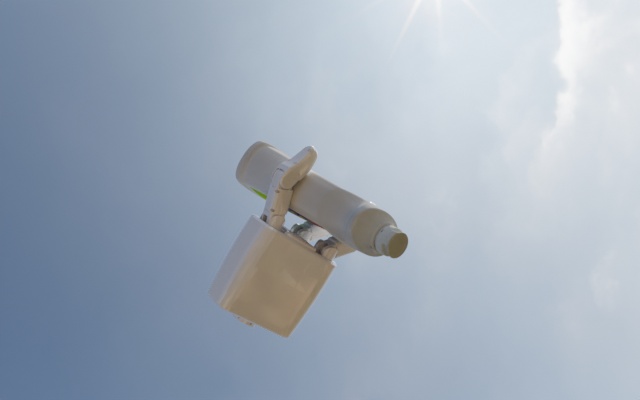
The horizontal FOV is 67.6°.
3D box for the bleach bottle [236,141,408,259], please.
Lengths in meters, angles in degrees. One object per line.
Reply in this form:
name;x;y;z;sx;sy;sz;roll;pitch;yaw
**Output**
bleach bottle;0.000;0.002;0.563;0.103;0.068;0.250;34;-3;-41
